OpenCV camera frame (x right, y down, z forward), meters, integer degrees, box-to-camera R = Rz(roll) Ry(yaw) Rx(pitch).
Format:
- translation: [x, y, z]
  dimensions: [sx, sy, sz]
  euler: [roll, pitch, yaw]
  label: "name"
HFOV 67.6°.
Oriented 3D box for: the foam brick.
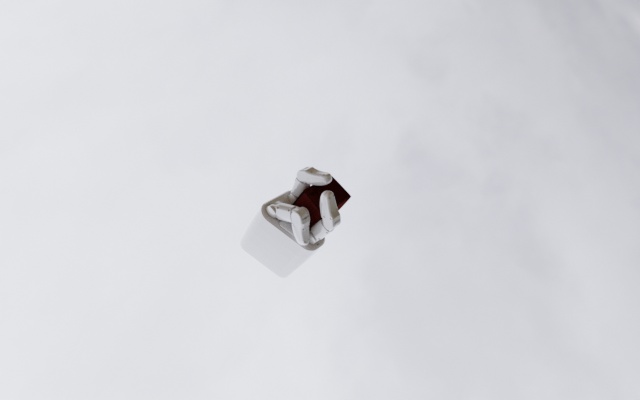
- translation: [0.000, 0.002, 0.780]
  dimensions: [0.078, 0.053, 0.051]
  euler: [-31, -14, -46]
  label: "foam brick"
